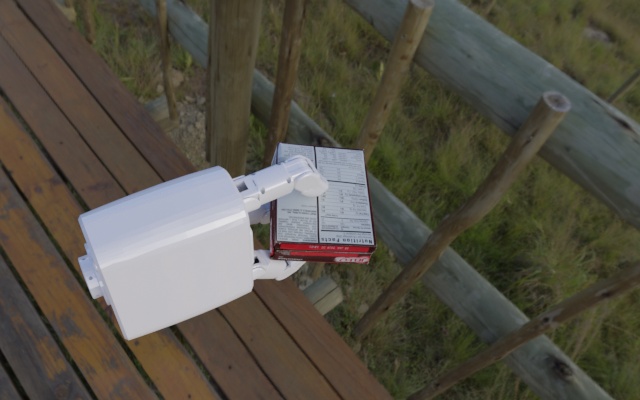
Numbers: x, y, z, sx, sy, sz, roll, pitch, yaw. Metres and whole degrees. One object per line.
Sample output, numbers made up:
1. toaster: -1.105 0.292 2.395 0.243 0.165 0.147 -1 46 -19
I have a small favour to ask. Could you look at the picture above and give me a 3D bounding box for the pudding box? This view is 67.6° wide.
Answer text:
1. pudding box: 0.000 0.001 0.441 0.090 0.113 0.039 4 -32 -11
